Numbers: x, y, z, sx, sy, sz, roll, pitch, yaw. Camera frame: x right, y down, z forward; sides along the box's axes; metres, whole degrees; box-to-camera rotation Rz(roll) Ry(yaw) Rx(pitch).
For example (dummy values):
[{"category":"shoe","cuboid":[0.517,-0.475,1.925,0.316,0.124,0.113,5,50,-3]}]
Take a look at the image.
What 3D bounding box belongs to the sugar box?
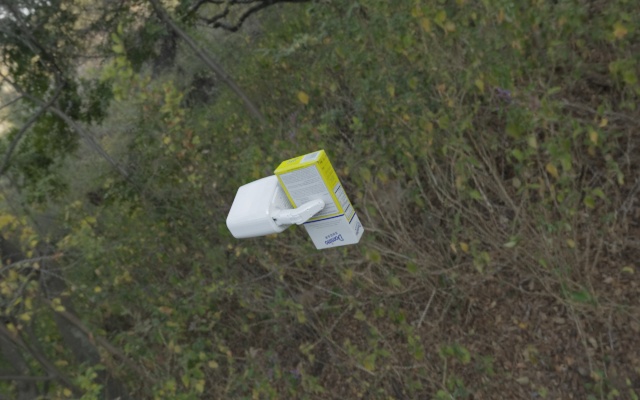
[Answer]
[{"category":"sugar box","cuboid":[0.000,0.002,0.860,0.093,0.176,0.048,-12,30,32]}]
